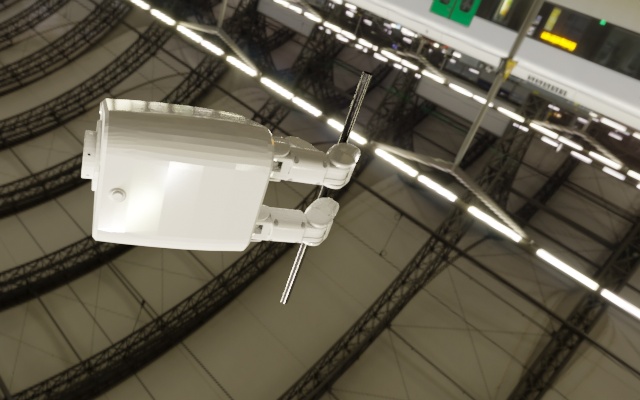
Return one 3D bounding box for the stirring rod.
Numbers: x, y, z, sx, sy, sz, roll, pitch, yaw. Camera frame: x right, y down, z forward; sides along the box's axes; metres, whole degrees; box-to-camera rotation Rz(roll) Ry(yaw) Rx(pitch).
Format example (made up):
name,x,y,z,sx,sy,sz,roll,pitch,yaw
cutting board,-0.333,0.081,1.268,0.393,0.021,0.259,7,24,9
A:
name,x,y,z,sx,sy,sz,roll,pitch,yaw
stirring rod,0.000,0.001,0.426,0.011,0.240,0.011,16,28,-9
